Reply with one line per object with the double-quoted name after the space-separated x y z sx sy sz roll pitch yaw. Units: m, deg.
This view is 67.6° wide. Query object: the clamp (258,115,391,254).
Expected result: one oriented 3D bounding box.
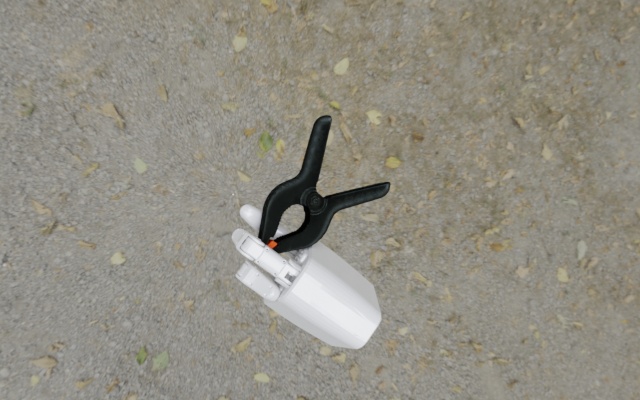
0.000 0.002 0.548 0.120 0.171 0.039 37 -5 -9 "clamp"
